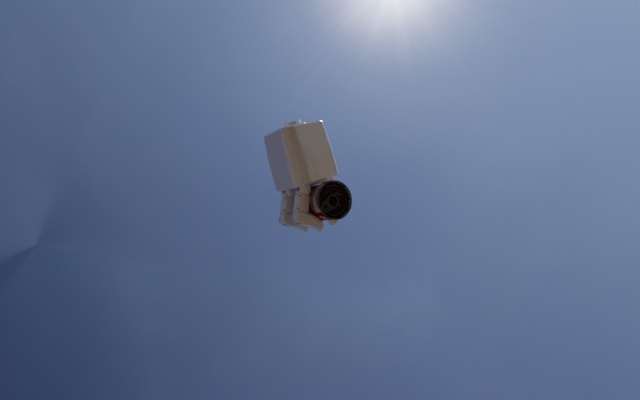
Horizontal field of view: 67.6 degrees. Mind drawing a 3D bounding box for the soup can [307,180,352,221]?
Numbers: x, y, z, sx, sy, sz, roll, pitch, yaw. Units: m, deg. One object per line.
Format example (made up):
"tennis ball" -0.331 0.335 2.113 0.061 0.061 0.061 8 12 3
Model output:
"soup can" 0.000 0.003 0.859 0.068 0.068 0.102 0 -4 -31
